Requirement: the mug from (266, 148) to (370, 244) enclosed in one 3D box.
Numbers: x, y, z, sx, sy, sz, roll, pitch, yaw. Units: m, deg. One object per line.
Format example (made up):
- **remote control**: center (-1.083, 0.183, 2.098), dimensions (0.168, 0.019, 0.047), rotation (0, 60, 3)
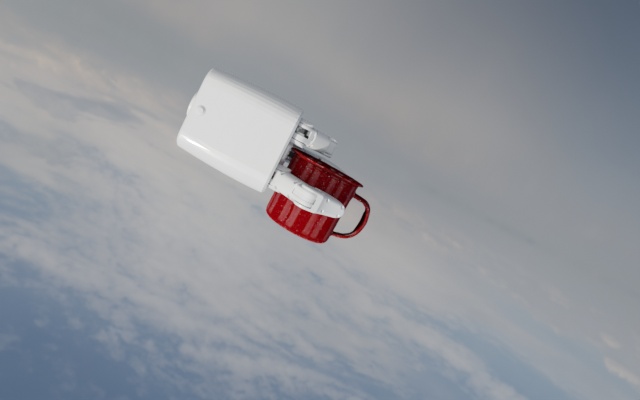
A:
- **mug**: center (0.001, 0.003, 0.552), dimensions (0.117, 0.081, 0.093), rotation (28, 7, -4)
